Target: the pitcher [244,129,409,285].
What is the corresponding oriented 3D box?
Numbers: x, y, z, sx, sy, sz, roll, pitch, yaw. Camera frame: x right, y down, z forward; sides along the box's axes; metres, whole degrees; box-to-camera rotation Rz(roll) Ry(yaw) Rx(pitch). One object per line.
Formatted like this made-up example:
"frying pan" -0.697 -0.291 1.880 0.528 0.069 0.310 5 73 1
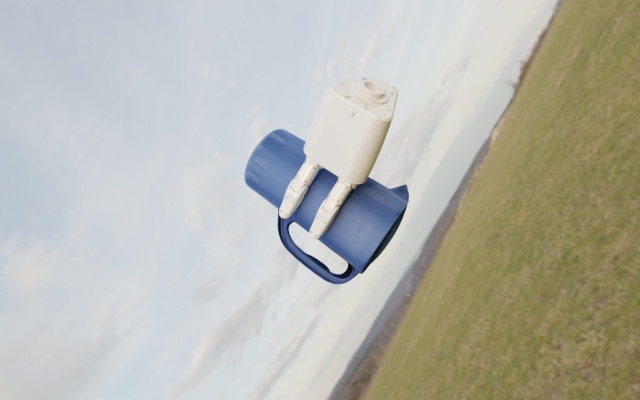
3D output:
"pitcher" 0.000 0.002 0.734 0.243 0.145 0.149 33 42 12
